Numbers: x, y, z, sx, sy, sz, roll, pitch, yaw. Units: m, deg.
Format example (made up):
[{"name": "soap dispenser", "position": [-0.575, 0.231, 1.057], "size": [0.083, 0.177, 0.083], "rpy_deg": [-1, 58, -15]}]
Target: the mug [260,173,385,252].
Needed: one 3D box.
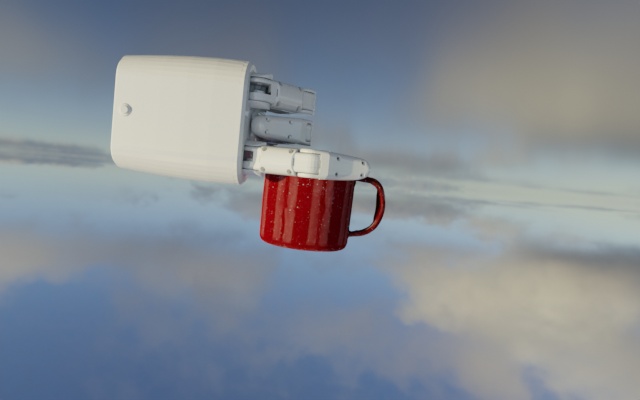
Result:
[{"name": "mug", "position": [0.001, 0.002, 0.435], "size": [0.117, 0.081, 0.093], "rpy_deg": [7, 3, 4]}]
